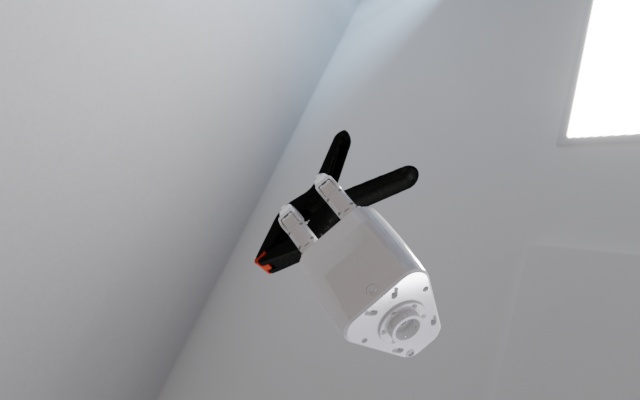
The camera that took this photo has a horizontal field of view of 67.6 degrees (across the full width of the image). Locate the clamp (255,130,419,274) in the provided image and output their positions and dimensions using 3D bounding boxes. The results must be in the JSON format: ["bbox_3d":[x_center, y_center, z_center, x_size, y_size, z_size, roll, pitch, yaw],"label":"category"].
[{"bbox_3d":[0.000,0.003,0.584,0.036,0.210,0.164,47,3,-35],"label":"clamp"}]
